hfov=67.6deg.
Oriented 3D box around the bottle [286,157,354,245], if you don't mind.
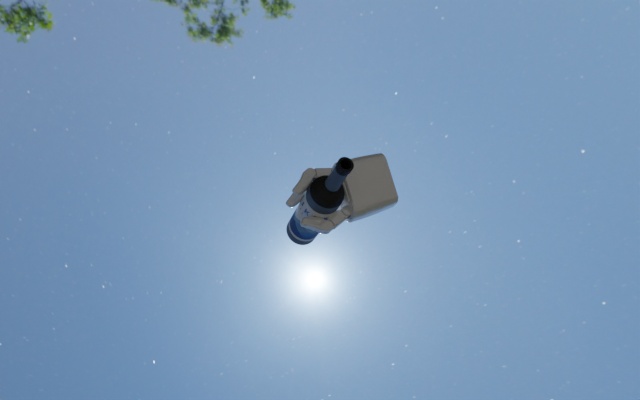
[{"bbox_3d":[0.000,0.003,0.894,0.069,0.069,0.296,0,-25,-18],"label":"bottle"}]
